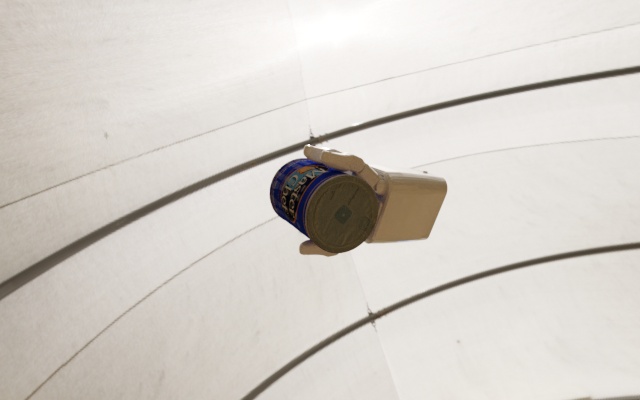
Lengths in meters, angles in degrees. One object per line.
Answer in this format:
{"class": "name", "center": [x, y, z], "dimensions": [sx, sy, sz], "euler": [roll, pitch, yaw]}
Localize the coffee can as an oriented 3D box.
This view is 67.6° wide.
{"class": "coffee can", "center": [0.000, 0.002, 0.662], "dimensions": [0.103, 0.103, 0.140], "euler": [0, 14, -26]}
